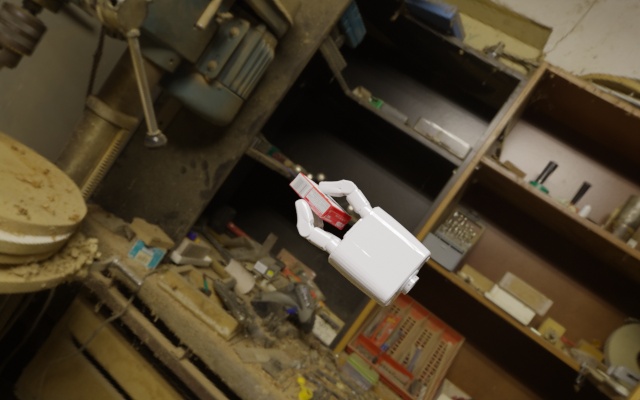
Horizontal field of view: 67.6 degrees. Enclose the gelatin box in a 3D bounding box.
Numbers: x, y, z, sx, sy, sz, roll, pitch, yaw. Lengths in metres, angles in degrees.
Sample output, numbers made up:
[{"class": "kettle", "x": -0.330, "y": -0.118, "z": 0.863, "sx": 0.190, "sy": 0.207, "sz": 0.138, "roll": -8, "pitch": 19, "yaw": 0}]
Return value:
[{"class": "gelatin box", "x": 0.000, "y": 0.002, "z": 0.766, "sx": 0.089, "sy": 0.030, "sz": 0.073, "roll": 46, "pitch": 7, "yaw": 31}]
